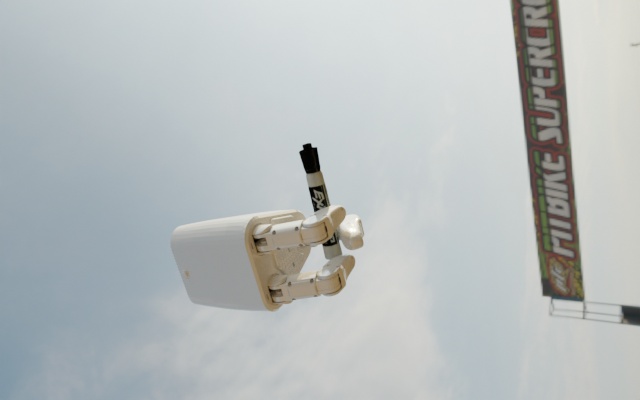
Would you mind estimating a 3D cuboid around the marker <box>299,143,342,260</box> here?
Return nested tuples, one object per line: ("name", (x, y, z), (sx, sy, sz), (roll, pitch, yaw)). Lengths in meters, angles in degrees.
("marker", (0.000, 0.002, 0.482), (0.020, 0.121, 0.020), (-13, 15, 4))
